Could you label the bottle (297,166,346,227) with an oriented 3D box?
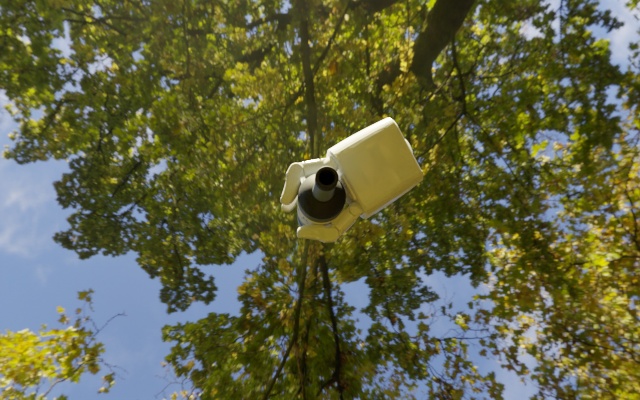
[{"bbox_3d":[0.000,0.002,0.692,0.069,0.069,0.296,0,-11,-3],"label":"bottle"}]
